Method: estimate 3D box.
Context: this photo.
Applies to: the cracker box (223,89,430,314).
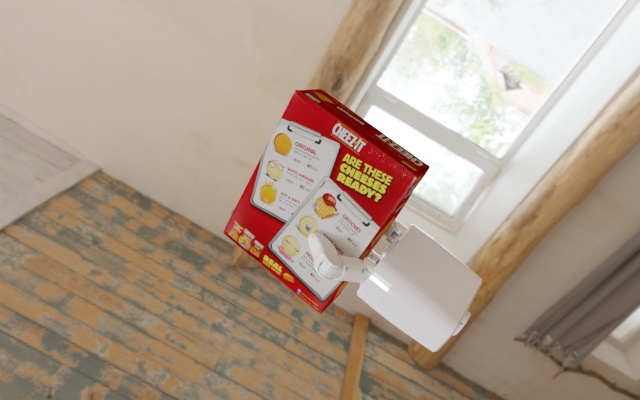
[{"bbox_3d":[0.000,0.002,0.569,0.164,0.214,0.072,38,27,12],"label":"cracker box"}]
